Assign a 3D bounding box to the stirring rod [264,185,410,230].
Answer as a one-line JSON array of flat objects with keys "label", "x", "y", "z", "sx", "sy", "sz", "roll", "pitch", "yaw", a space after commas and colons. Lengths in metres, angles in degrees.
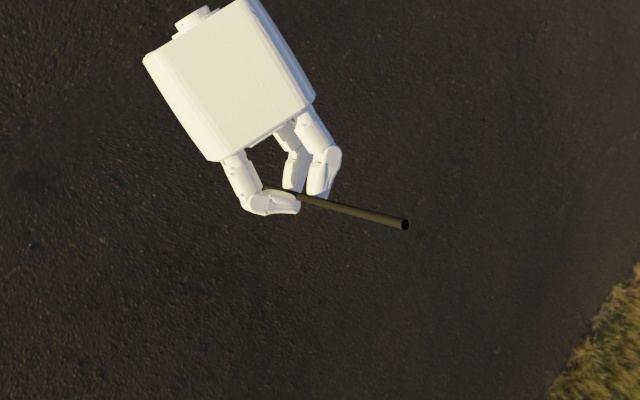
[{"label": "stirring rod", "x": 0.000, "y": 0.001, "z": 0.442, "sx": 0.011, "sy": 0.011, "sz": 0.239, "roll": 0, "pitch": 7, "yaw": -30}]
